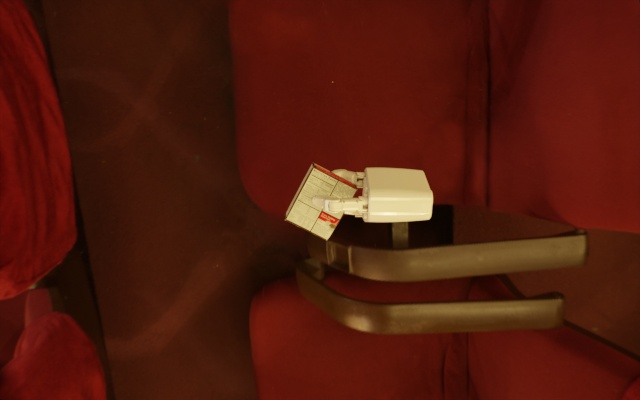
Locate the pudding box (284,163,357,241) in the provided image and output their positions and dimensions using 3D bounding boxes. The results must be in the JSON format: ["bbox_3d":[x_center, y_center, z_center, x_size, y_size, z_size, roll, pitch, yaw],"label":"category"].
[{"bbox_3d":[0.000,0.003,0.846,0.090,0.113,0.039,27,12,-7],"label":"pudding box"}]
